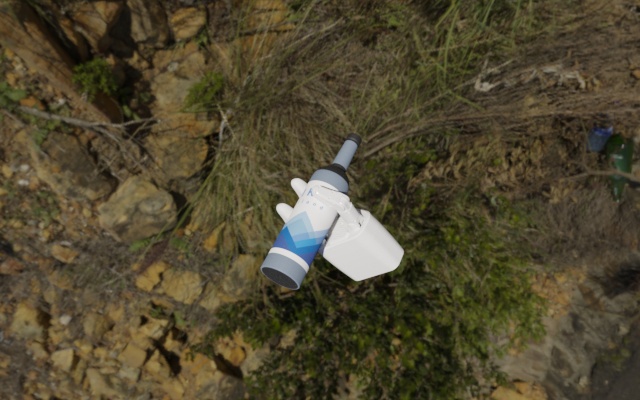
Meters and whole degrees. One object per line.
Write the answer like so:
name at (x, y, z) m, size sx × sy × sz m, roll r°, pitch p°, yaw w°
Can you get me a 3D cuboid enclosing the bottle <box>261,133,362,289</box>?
bottle at (0.000, 0.003, 0.790) m, size 0.069 × 0.295 × 0.069 m, roll 22°, pitch -28°, yaw 12°
